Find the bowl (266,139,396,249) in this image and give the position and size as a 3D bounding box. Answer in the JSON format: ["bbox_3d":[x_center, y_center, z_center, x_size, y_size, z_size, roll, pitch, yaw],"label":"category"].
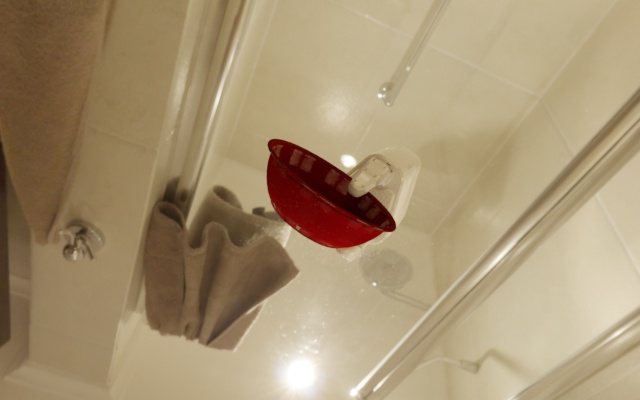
[{"bbox_3d":[-0.001,0.002,0.508,0.162,0.055,0.162,33,15,-10],"label":"bowl"}]
